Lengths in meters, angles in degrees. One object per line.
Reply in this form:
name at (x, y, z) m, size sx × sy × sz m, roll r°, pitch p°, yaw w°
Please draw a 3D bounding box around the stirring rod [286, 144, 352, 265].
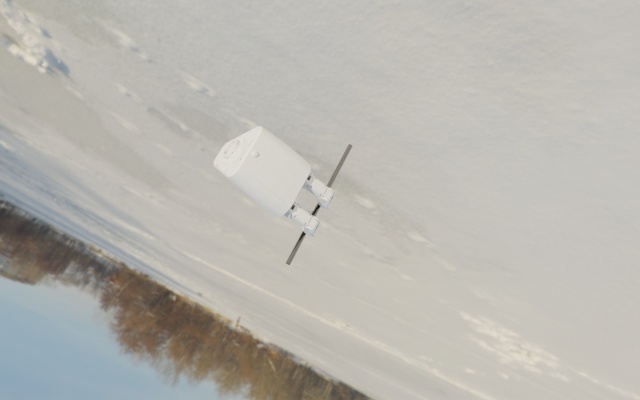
stirring rod at (0.000, 0.003, 0.816) m, size 0.011 × 0.239 × 0.011 m, roll 25°, pitch -18°, yaw 9°
